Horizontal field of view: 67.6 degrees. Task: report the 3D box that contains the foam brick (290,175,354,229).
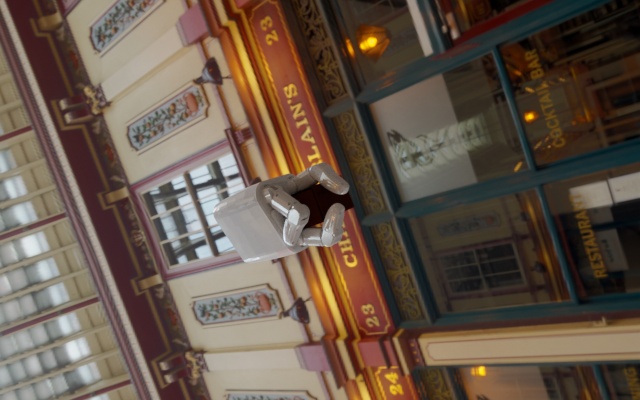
[{"bbox_3d":[0.000,0.002,0.681,0.051,0.053,0.078,-21,1,38],"label":"foam brick"}]
